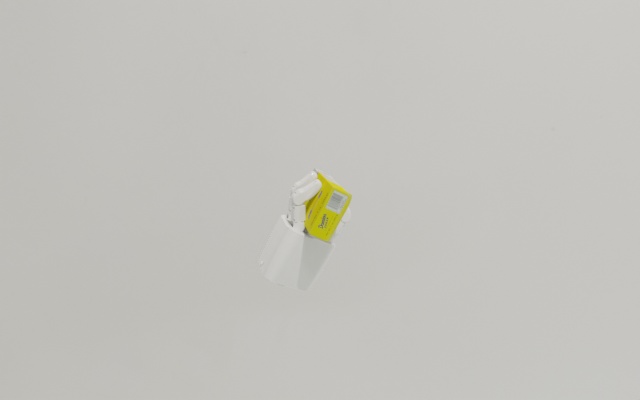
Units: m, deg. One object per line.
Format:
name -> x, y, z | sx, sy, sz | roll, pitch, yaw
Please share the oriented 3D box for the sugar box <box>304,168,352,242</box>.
sugar box -> 0.000, 0.003, 0.882 | 0.048, 0.093, 0.176 | 26, 7, -19
